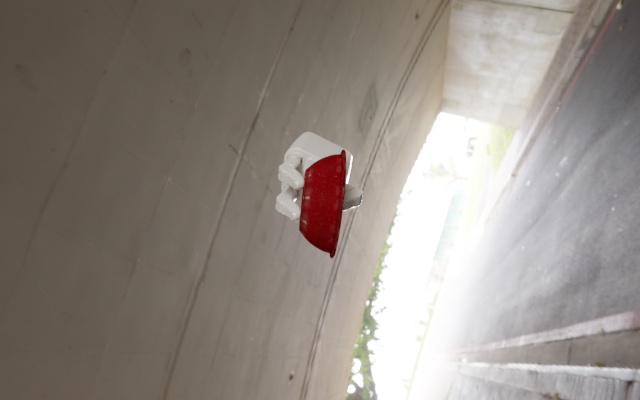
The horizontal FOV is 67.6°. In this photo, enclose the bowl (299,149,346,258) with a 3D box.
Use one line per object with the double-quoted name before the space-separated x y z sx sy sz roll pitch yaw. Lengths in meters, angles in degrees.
"bowl" 0.000 0.003 0.703 0.055 0.162 0.162 6 0 -3
